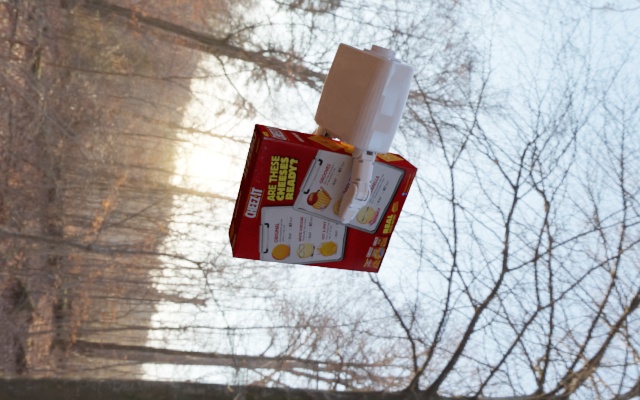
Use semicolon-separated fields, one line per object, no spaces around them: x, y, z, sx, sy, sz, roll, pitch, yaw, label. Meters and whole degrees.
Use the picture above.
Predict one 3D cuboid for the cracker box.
0.000;0.002;0.635;0.214;0.164;0.072;9;21;-22;cracker box
